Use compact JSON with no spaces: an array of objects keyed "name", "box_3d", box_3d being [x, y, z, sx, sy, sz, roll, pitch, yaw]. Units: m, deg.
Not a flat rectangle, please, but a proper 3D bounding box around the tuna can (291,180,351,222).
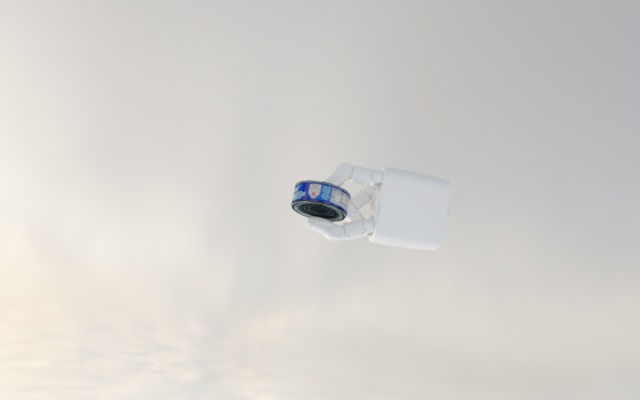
[{"name":"tuna can","box_3d":[0.000,0.003,0.706,0.086,0.033,0.086,11,-19,4]}]
